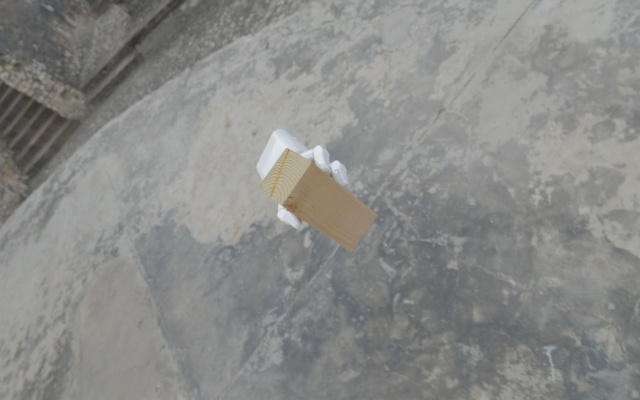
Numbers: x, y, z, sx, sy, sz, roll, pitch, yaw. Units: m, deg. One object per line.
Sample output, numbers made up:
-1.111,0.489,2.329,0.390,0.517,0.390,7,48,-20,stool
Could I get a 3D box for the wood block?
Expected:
0.000,0.003,0.883,0.206,0.091,0.090,36,-1,-41,wood block
